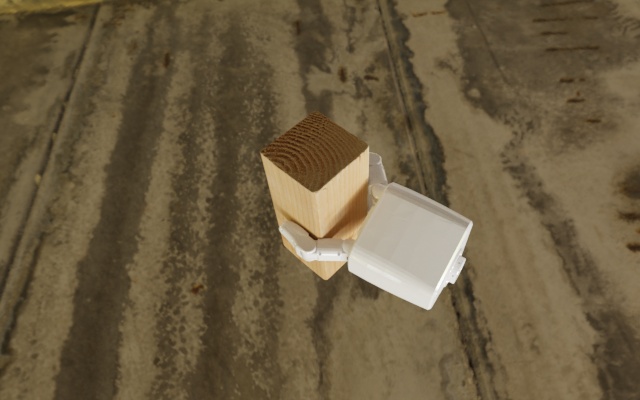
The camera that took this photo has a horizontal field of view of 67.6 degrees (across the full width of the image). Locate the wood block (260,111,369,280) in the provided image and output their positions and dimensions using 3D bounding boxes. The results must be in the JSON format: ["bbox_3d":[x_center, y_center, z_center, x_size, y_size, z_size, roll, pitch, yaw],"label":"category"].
[{"bbox_3d":[0.000,0.002,0.611,0.090,0.091,0.206,38,-25,26],"label":"wood block"}]
